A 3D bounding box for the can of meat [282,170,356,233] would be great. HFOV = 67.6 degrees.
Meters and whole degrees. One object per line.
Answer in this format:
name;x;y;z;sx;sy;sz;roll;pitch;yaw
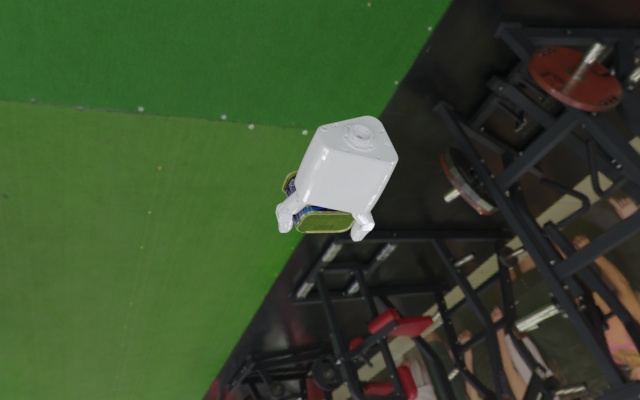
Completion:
can of meat;0.000;0.003;0.746;0.102;0.084;0.057;0;-39;-26
